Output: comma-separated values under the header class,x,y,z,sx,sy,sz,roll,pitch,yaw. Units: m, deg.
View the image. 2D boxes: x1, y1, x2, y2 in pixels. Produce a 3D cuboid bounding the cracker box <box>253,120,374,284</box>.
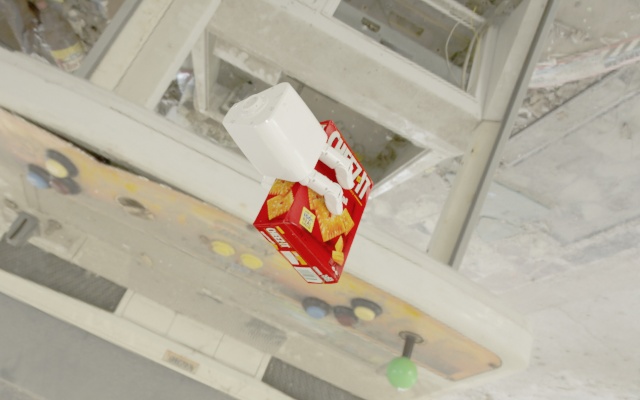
class,x,y,z,sx,sy,sz,roll,pitch,yaw
cracker box,0.000,0.003,0.772,0.072,0.213,0.164,-5,-42,36
